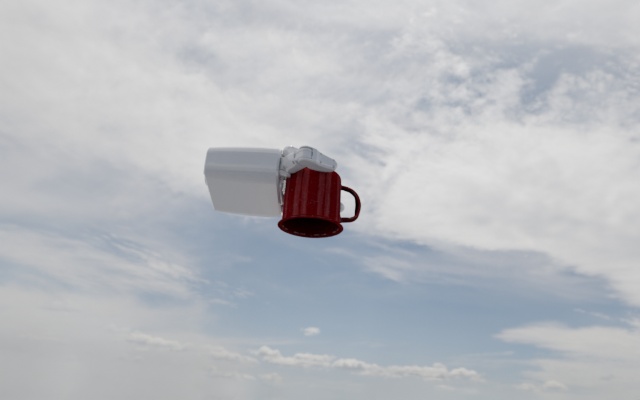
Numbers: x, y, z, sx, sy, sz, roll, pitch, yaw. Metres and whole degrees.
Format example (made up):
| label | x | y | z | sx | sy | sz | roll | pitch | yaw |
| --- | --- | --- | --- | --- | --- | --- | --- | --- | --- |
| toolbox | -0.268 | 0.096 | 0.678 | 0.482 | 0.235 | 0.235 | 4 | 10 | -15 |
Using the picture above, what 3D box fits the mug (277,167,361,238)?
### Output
| label | x | y | z | sx | sy | sz | roll | pitch | yaw |
| --- | --- | --- | --- | --- | --- | --- | --- | --- | --- |
| mug | 0.002 | 0.002 | 0.686 | 0.117 | 0.081 | 0.093 | 3 | -22 | 1 |
